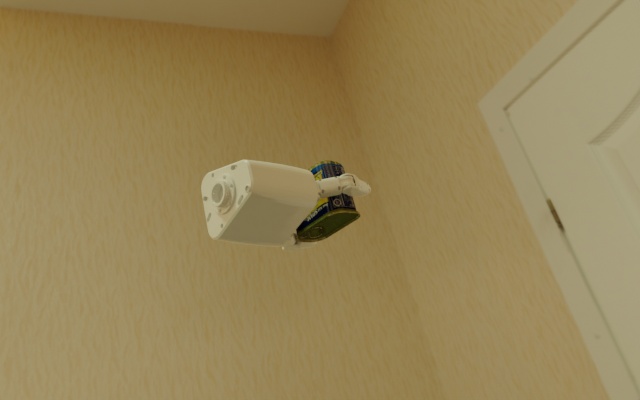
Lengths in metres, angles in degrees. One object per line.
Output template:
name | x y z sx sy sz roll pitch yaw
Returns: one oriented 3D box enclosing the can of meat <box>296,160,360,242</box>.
can of meat | 0.000 0.002 0.691 0.057 0.084 0.102 6 -31 -42
